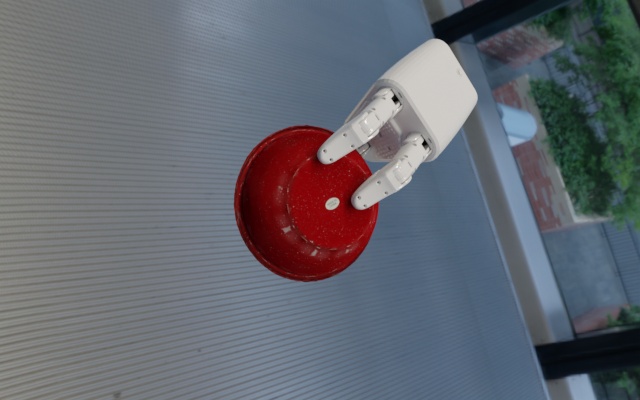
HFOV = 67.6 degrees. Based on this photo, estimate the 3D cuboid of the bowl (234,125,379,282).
[{"bbox_3d":[0.000,0.003,0.470,0.162,0.162,0.055,0,-2,-25],"label":"bowl"}]
